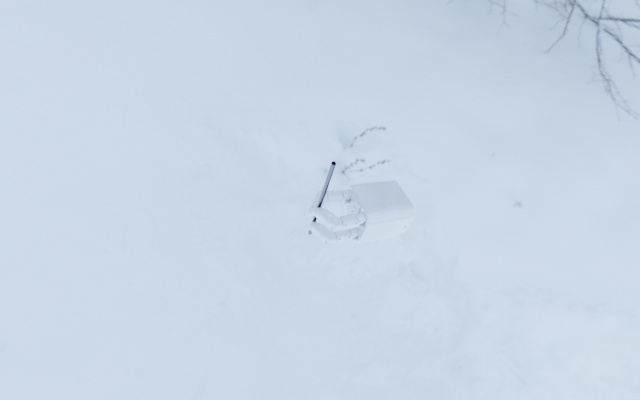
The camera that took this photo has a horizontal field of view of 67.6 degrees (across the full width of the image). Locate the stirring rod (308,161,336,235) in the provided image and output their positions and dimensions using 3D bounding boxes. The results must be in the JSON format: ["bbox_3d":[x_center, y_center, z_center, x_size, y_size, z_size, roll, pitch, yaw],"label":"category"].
[{"bbox_3d":[0.000,0.003,0.885,0.011,0.011,0.240,0,-32,-12],"label":"stirring rod"}]
